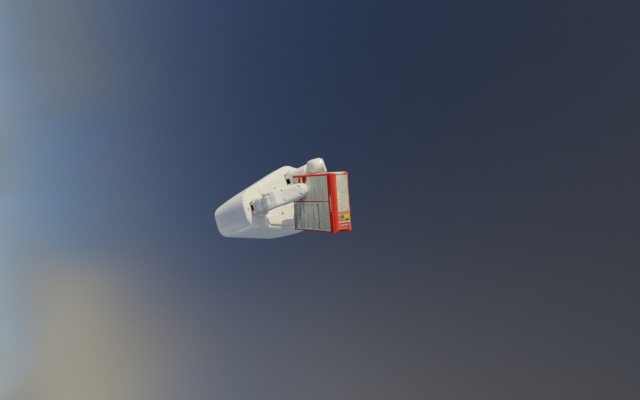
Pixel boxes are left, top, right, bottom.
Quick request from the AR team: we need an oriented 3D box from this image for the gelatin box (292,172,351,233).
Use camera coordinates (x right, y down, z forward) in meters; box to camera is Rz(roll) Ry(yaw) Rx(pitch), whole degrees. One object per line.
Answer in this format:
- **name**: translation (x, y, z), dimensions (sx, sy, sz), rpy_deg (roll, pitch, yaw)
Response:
- **gelatin box**: translation (0.000, 0.002, 0.609), dimensions (0.030, 0.073, 0.089), rpy_deg (-6, 3, -36)
